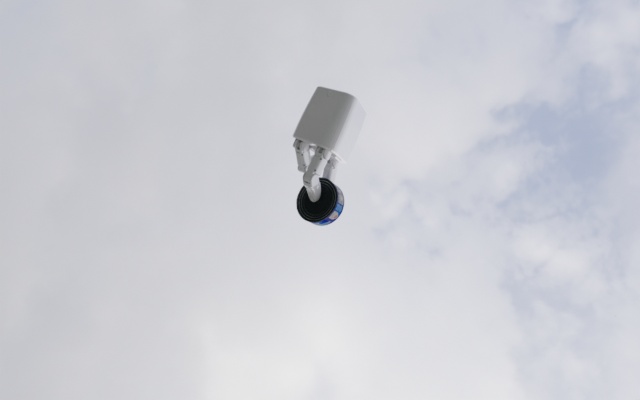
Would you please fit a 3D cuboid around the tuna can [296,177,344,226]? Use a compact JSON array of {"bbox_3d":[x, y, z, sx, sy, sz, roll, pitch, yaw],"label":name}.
[{"bbox_3d":[0.000,0.003,0.877,0.086,0.086,0.034,0,-17,30],"label":"tuna can"}]
